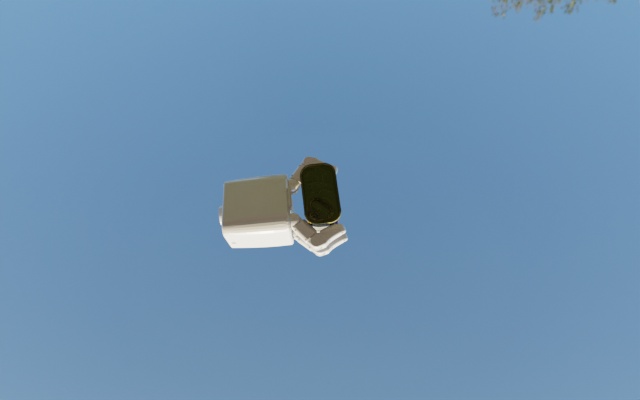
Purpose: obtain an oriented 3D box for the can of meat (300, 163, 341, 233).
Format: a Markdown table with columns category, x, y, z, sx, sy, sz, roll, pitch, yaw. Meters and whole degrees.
| category | x | y | z | sx | sy | sz | roll | pitch | yaw |
| --- | --- | --- | --- | --- | --- | --- | --- | --- | --- |
| can of meat | 0.000 | 0.003 | 0.782 | 0.057 | 0.102 | 0.084 | -7 | -21 | -2 |
